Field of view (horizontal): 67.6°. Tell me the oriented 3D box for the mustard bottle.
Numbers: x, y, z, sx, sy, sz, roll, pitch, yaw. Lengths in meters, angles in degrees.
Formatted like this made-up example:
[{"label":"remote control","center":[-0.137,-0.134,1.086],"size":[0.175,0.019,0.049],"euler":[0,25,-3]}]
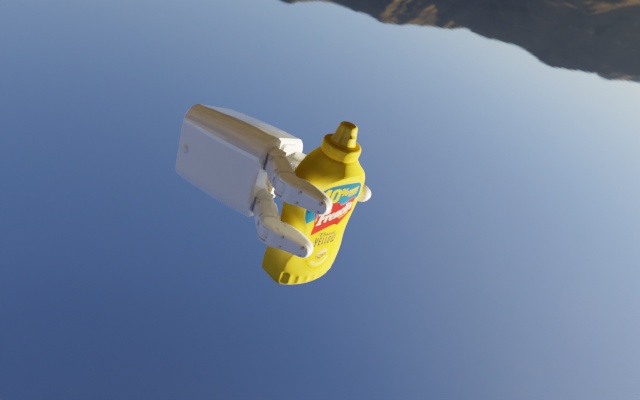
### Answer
[{"label":"mustard bottle","center":[0.000,0.002,0.526],"size":[0.096,0.192,0.058],"euler":[-11,41,-42]}]
